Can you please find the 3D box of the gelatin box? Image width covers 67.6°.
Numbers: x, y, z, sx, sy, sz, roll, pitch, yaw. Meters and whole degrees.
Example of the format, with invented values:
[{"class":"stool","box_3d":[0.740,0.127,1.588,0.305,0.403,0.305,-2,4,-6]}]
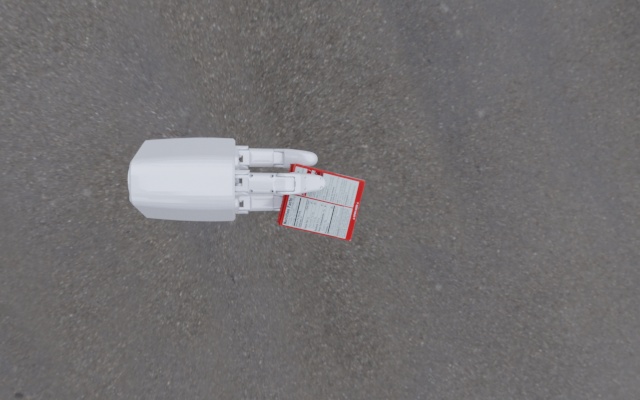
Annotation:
[{"class":"gelatin box","box_3d":[0.000,0.002,0.557,0.089,0.073,0.030,13,1,-10]}]
